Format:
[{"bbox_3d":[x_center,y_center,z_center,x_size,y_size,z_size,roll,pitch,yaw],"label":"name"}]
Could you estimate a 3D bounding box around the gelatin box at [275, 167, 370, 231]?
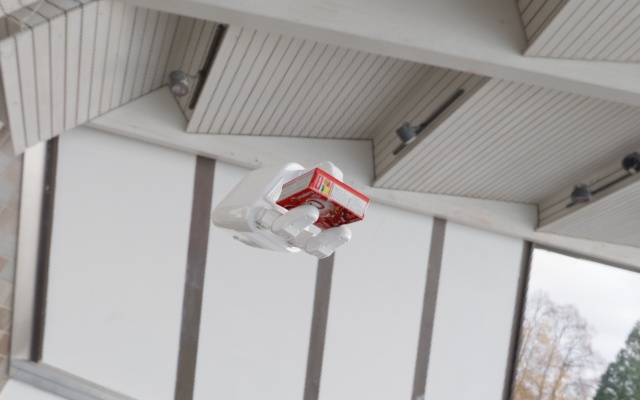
[{"bbox_3d":[0.000,0.001,0.540,0.073,0.030,0.089,30,-25,-21],"label":"gelatin box"}]
